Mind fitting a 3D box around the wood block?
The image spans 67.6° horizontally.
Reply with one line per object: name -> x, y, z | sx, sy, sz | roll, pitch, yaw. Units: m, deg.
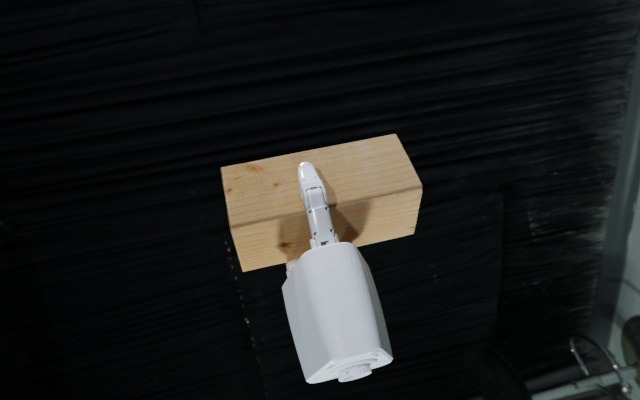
wood block -> 0.000, 0.002, 0.550 | 0.206, 0.090, 0.091 | -12, -39, -7
